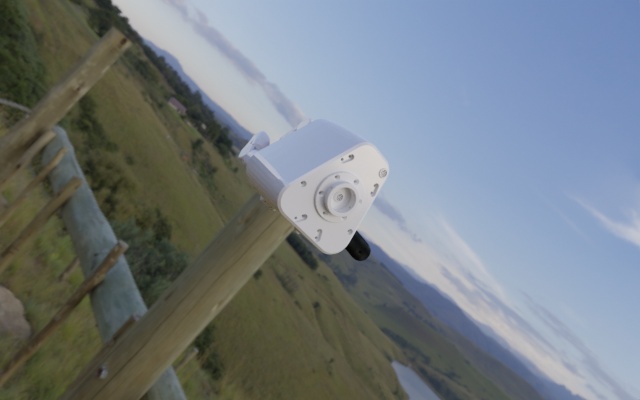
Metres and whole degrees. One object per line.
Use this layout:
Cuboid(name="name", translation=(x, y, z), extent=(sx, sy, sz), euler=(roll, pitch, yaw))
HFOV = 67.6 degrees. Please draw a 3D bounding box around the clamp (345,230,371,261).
Cuboid(name="clamp", translation=(0.000, 0.001, 0.586), extent=(0.171, 0.039, 0.120), euler=(46, -1, -30))
